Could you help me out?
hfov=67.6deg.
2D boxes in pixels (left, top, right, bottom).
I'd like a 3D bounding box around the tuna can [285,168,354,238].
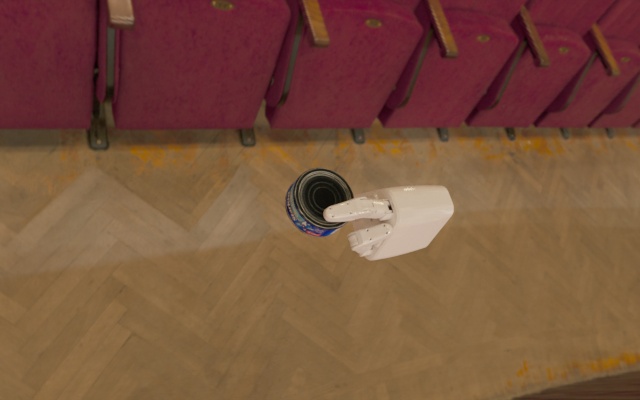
[{"bbox_3d":[0.000,0.002,0.613,0.086,0.086,0.034,0,-21,-25],"label":"tuna can"}]
